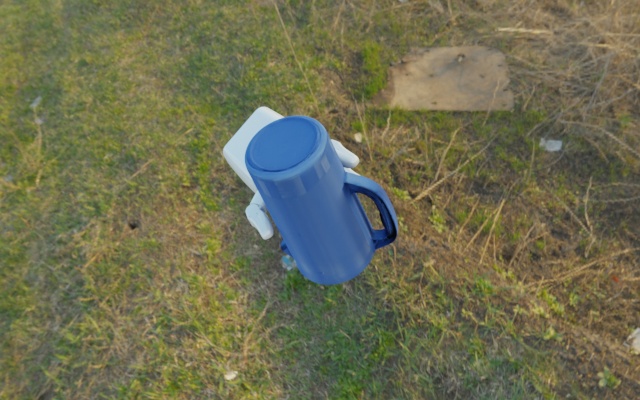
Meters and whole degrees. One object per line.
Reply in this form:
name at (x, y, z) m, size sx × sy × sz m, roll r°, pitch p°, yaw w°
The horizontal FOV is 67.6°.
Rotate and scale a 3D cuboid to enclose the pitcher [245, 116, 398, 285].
pitcher at (0.000, 0.002, 0.659) m, size 0.145 × 0.149 × 0.243 m, roll 41°, pitch -16°, yaw 39°
